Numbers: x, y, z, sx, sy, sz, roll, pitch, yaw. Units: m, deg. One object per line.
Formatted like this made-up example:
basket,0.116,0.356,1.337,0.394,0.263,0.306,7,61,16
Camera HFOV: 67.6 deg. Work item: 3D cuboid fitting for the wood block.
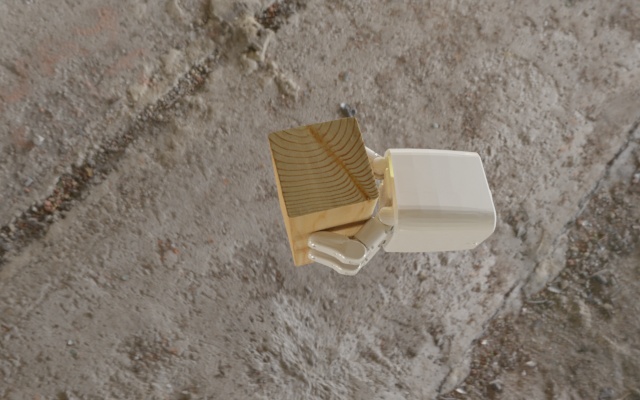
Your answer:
wood block,0.000,0.001,0.543,0.090,0.090,0.206,-12,-20,-6
